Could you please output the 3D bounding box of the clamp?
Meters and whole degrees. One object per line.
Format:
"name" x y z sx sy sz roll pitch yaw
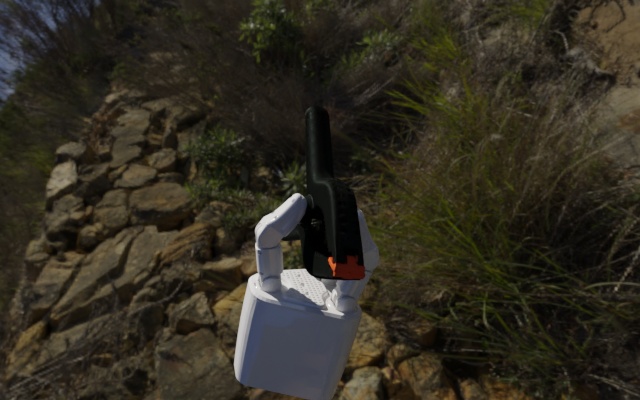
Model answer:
"clamp" -0.001 0.002 0.465 0.036 0.164 0.210 7 18 -19
